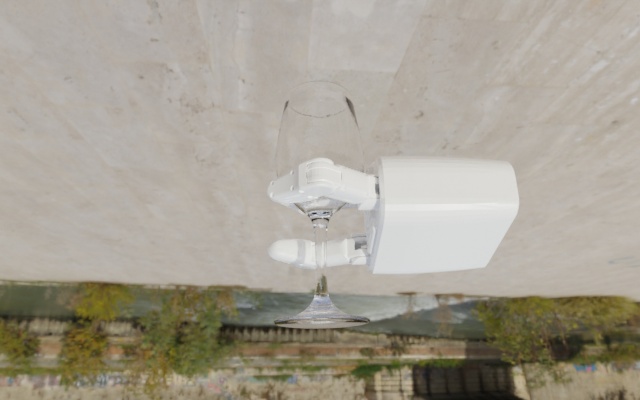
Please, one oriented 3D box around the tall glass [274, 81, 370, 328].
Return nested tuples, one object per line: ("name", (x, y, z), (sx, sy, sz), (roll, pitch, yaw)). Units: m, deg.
("tall glass", (0.000, 0.002, 0.402), (0.079, 0.201, 0.079), (-1, -20, 0))
